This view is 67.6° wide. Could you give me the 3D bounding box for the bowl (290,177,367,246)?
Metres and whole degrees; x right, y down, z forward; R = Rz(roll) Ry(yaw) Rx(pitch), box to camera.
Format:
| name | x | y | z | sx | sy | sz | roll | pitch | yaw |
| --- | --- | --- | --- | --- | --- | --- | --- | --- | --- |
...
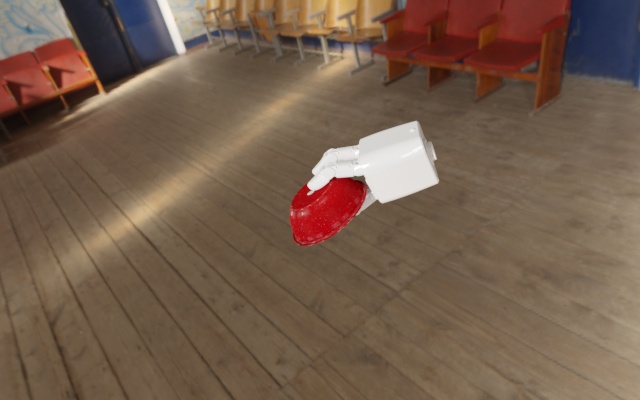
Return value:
| name | x | y | z | sx | sy | sz | roll | pitch | yaw |
| --- | --- | --- | --- | --- | --- | --- | --- | --- | --- |
| bowl | -0.001 | 0.003 | 0.840 | 0.055 | 0.162 | 0.162 | 49 | -25 | -24 |
